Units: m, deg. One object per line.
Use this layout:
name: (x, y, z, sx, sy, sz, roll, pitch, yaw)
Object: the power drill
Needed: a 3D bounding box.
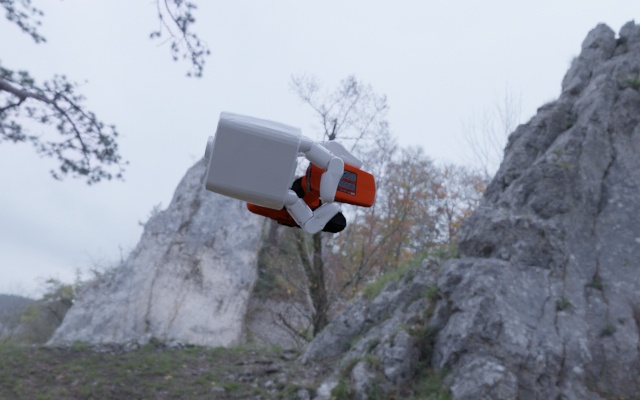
power drill: (0.000, 0.002, 0.738, 0.184, 0.057, 0.188, 15, -24, -29)
